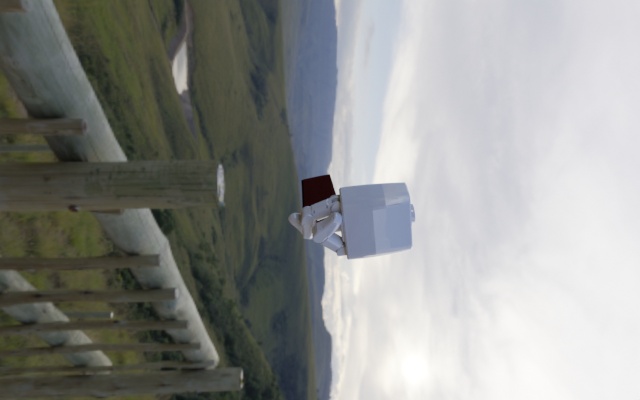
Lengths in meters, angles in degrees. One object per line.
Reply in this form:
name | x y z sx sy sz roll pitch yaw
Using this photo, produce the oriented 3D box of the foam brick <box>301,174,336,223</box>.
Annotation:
foam brick | 0.000 0.002 0.800 0.051 0.053 0.078 -14 41 7
